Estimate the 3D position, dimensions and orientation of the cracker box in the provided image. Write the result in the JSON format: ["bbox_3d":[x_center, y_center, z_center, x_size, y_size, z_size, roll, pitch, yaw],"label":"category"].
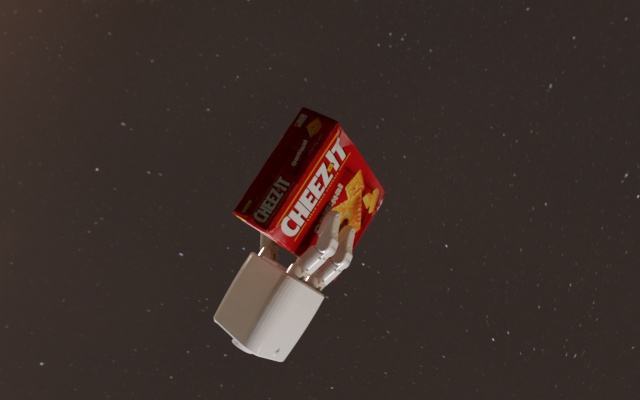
[{"bbox_3d":[0.000,0.002,0.665,0.072,0.164,0.214,26,-10,32],"label":"cracker box"}]
